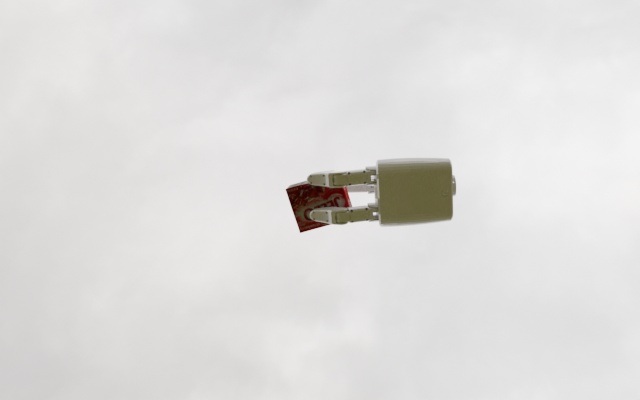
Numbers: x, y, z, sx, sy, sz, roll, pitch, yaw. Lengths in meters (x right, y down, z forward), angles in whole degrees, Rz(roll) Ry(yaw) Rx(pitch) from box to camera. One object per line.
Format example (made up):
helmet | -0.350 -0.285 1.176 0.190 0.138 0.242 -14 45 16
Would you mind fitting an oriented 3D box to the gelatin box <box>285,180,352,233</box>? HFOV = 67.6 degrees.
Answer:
gelatin box | 0.000 0.002 0.728 0.089 0.073 0.030 -15 11 14
